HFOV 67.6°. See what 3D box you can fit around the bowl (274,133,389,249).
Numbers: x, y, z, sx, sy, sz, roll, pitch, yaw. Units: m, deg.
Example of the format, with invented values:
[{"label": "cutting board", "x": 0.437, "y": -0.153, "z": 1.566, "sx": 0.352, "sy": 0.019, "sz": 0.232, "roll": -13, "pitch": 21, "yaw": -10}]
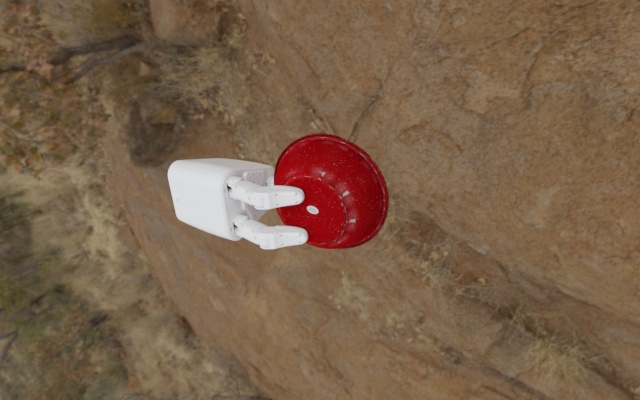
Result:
[{"label": "bowl", "x": 0.001, "y": 0.002, "z": 0.592, "sx": 0.162, "sy": 0.162, "sz": 0.055, "roll": 0, "pitch": 25, "yaw": 27}]
